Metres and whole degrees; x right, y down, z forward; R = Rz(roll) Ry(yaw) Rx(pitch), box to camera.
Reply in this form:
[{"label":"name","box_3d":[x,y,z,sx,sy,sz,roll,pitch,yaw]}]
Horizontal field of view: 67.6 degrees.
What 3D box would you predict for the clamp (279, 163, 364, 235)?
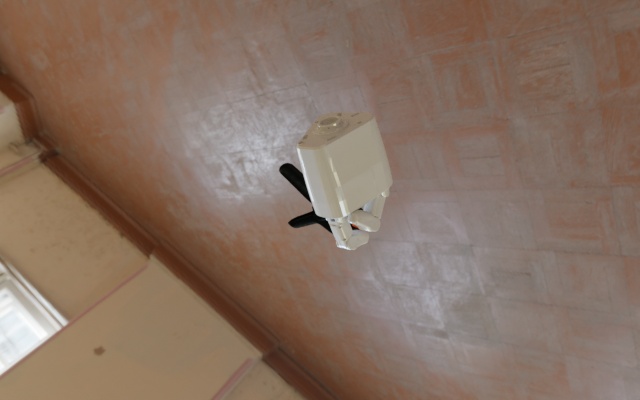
[{"label":"clamp","box_3d":[0.000,0.003,0.747,0.171,0.120,0.039,9,40,39]}]
